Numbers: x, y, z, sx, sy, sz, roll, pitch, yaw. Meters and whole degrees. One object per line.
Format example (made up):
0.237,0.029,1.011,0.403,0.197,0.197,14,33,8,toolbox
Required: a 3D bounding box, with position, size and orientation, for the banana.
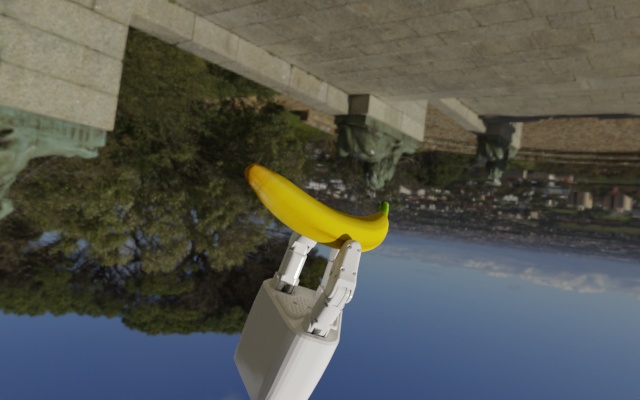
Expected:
0.008,0.016,0.484,0.198,0.069,0.037,17,-50,-42,banana
